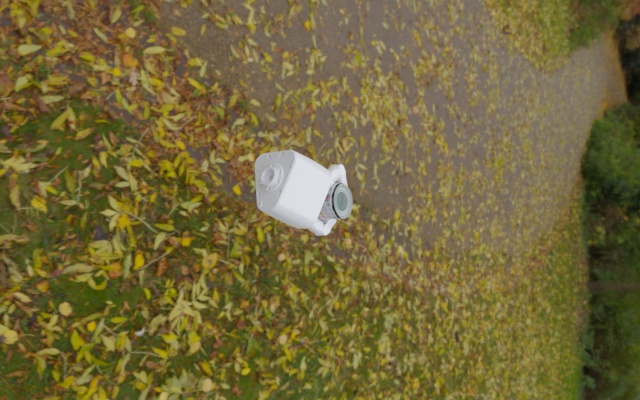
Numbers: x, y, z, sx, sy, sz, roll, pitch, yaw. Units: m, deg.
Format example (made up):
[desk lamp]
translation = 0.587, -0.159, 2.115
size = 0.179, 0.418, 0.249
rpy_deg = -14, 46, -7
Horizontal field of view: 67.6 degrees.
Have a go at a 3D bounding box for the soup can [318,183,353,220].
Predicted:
[soup can]
translation = 0.001, 0.003, 0.895
size = 0.102, 0.068, 0.068
rpy_deg = -3, -2, 35
